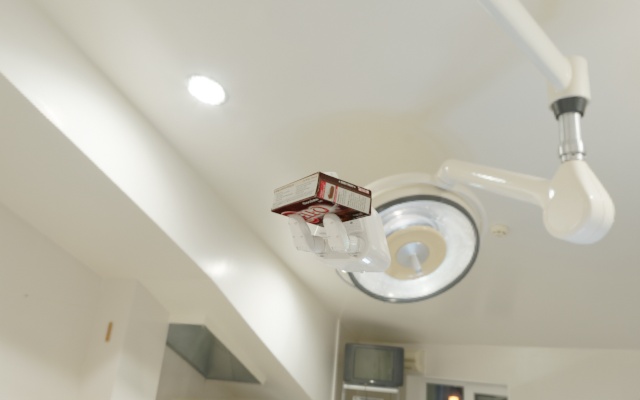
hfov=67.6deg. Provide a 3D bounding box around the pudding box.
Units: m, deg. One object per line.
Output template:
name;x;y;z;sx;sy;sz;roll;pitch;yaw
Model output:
pudding box;0.000;0.002;0.639;0.090;0.039;0.113;17;-22;-31
